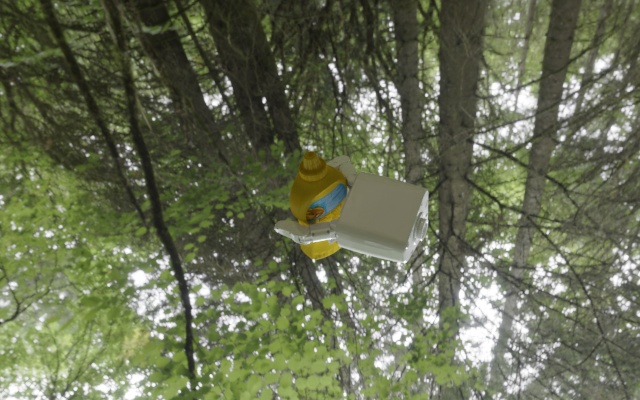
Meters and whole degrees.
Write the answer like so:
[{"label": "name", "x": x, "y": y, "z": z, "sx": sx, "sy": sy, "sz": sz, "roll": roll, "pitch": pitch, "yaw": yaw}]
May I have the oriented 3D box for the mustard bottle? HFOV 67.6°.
[{"label": "mustard bottle", "x": 0.000, "y": 0.002, "z": 0.730, "sx": 0.096, "sy": 0.192, "sz": 0.058, "roll": -35, "pitch": 50, "yaw": -20}]
